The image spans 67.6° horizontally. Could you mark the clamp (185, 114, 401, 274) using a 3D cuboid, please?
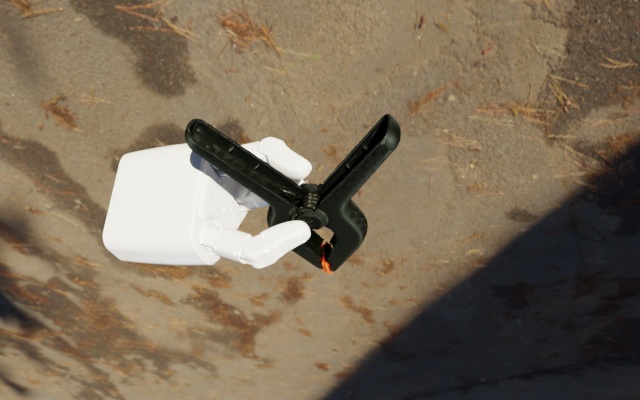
[{"bbox_3d":[0.000,0.002,0.417,0.164,0.036,0.210,-2,-38,19],"label":"clamp"}]
